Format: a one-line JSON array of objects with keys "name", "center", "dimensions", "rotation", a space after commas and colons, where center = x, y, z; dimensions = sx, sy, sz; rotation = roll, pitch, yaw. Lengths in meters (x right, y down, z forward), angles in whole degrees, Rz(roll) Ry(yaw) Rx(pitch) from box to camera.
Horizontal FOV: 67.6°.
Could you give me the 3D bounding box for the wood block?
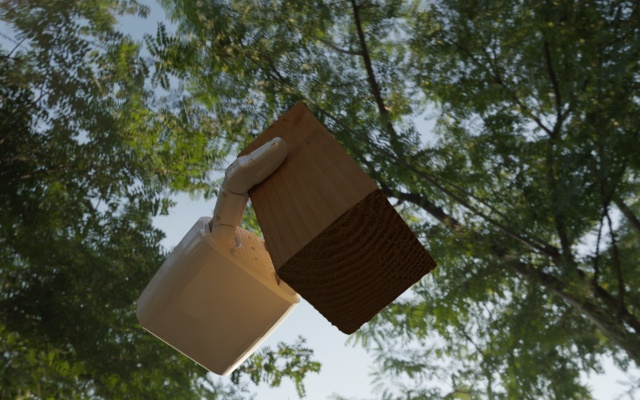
[{"name": "wood block", "center": [0.000, 0.001, 0.417], "dimensions": [0.091, 0.090, 0.206], "rotation": [48, 5, -32]}]
